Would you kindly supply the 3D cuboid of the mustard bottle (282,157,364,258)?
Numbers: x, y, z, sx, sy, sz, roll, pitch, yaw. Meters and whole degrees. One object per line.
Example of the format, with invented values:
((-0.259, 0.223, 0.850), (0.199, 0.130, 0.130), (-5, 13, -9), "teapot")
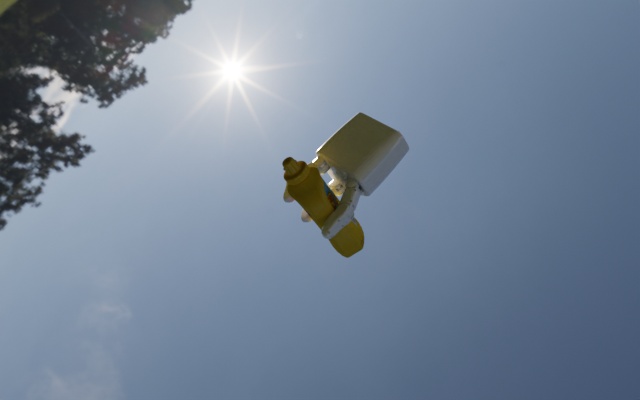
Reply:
((0.000, 0.003, 0.755), (0.058, 0.192, 0.096), (-32, 36, 9), "mustard bottle")
